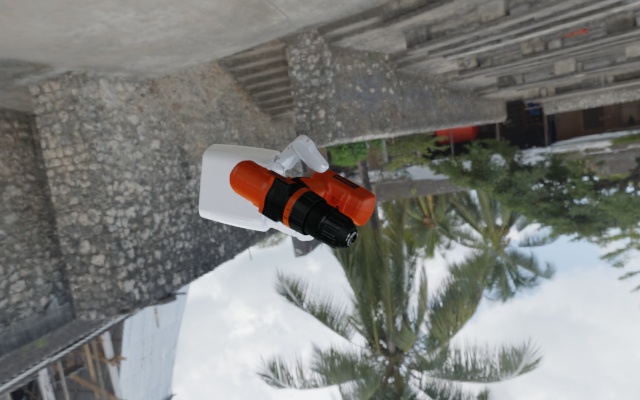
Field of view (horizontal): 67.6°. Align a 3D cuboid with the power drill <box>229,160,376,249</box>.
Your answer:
[{"bbox_3d":[0.000,0.002,0.625,0.184,0.057,0.187,31,14,27],"label":"power drill"}]
